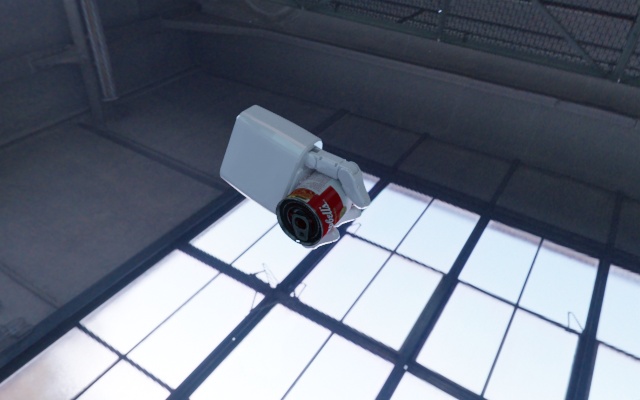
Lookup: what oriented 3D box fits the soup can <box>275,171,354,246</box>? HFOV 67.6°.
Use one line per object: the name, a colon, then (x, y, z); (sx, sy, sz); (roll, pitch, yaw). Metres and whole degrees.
soup can: (0.001, 0.002, 0.605); (0.068, 0.068, 0.102); (0, 29, 38)
